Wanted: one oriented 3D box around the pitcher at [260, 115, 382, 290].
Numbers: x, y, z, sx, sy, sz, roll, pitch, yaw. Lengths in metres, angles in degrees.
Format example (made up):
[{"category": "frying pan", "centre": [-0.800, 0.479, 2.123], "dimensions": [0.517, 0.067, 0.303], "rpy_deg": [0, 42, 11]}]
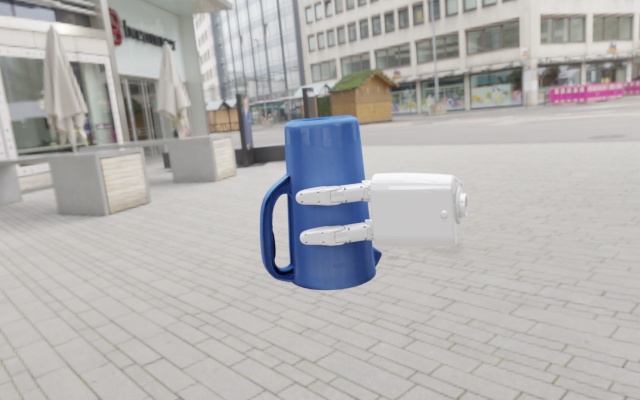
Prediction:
[{"category": "pitcher", "centre": [0.000, 0.002, 0.701], "dimensions": [0.145, 0.243, 0.149], "rpy_deg": [1, 12, 26]}]
